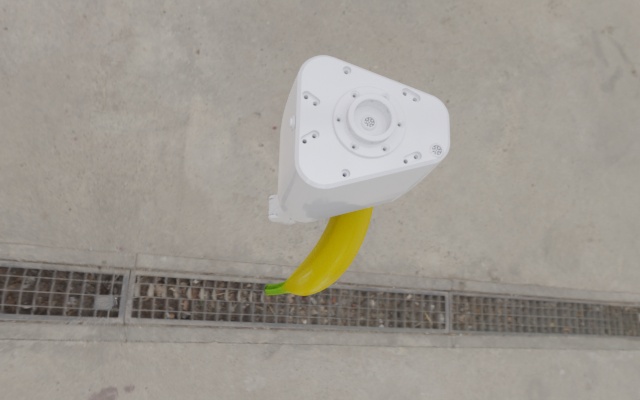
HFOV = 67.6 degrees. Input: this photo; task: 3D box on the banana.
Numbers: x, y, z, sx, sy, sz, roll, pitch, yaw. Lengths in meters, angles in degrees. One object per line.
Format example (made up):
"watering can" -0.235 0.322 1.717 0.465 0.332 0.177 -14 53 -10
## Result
"banana" 0.015 0.012 0.461 0.069 0.197 0.037 24 -10 10
